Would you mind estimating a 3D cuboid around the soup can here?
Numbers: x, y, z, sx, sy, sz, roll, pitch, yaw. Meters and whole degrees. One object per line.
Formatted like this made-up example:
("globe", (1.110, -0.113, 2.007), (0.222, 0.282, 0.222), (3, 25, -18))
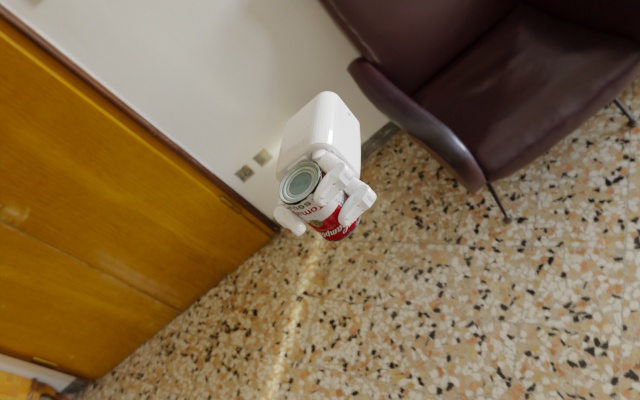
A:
("soup can", (0.000, 0.002, 0.641), (0.068, 0.068, 0.102), (0, -31, 40))
